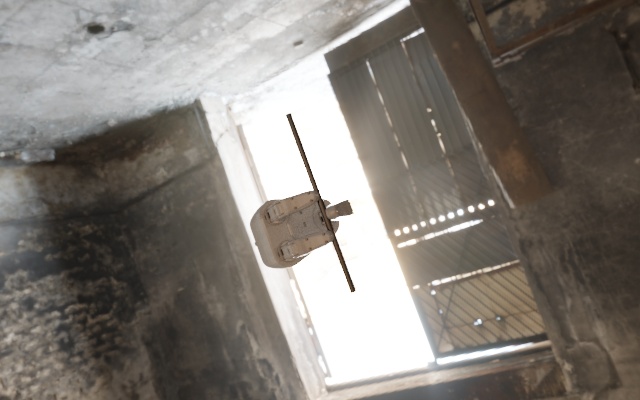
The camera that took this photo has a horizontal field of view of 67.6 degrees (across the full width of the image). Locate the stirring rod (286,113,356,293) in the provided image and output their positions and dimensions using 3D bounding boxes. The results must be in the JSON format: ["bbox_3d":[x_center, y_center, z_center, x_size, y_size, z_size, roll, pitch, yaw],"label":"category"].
[{"bbox_3d":[0.000,0.002,0.604,0.011,0.239,0.011,-20,-4,-1],"label":"stirring rod"}]
